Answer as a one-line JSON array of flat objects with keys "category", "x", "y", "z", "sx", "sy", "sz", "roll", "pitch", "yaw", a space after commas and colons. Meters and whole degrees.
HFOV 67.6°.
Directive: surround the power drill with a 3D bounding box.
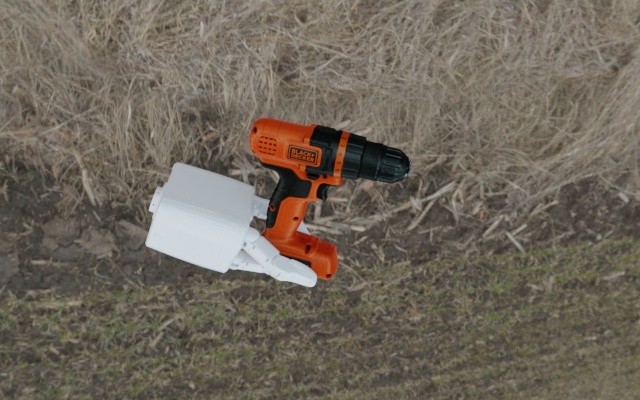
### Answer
[{"category": "power drill", "x": 0.000, "y": 0.002, "z": 0.574, "sx": 0.184, "sy": 0.188, "sz": 0.057, "roll": 14, "pitch": 28, "yaw": 6}]
